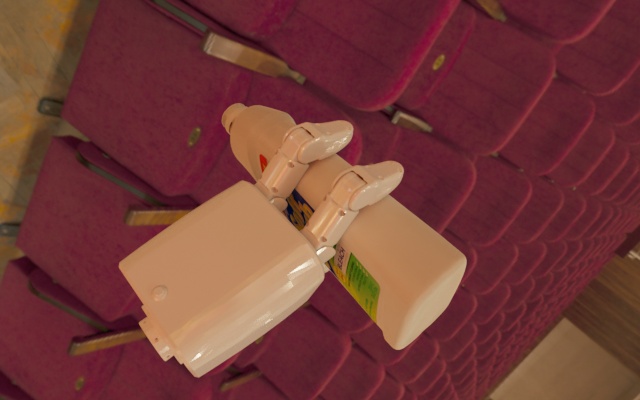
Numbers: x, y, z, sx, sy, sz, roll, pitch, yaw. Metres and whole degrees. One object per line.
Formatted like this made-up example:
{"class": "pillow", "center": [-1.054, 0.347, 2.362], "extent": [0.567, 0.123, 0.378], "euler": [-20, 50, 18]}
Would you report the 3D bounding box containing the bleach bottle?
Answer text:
{"class": "bleach bottle", "center": [0.000, 0.001, 0.401], "extent": [0.068, 0.250, 0.103], "euler": [-35, -29, -21]}
